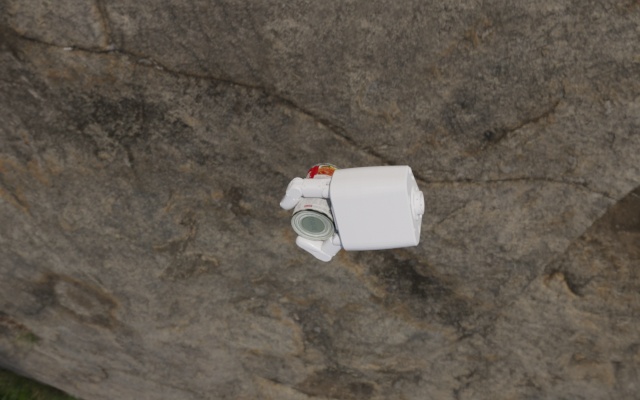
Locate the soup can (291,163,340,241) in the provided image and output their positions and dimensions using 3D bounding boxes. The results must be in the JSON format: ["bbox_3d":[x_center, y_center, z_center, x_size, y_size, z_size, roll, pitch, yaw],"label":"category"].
[{"bbox_3d":[0.000,0.003,0.720,0.068,0.102,0.069,9,-43,9],"label":"soup can"}]
